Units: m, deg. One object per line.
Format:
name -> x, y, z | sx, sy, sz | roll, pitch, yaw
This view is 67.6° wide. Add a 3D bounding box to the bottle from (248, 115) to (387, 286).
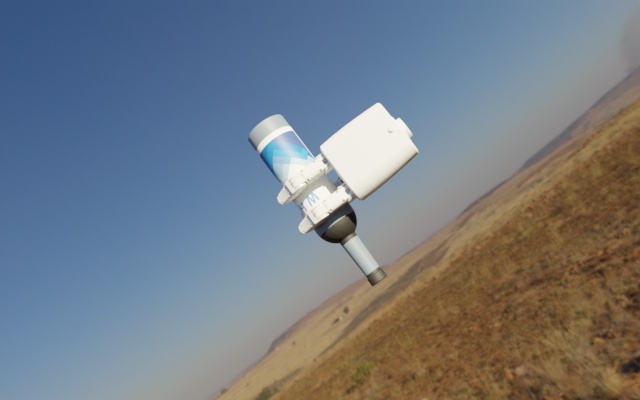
bottle -> 0.000, 0.002, 0.726 | 0.069, 0.295, 0.069 | -35, -10, -8
